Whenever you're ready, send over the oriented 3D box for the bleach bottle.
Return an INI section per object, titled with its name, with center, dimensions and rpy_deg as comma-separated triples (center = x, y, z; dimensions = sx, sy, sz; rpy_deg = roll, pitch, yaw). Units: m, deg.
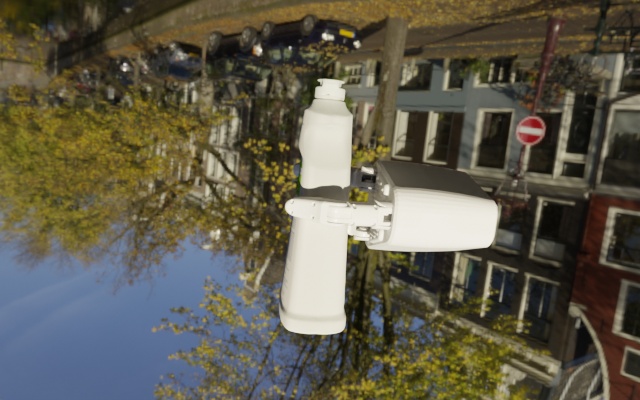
[bleach bottle]
center = 0.000, 0.002, 0.500
dimensions = 0.068, 0.251, 0.102
rpy_deg = 4, 8, -10
